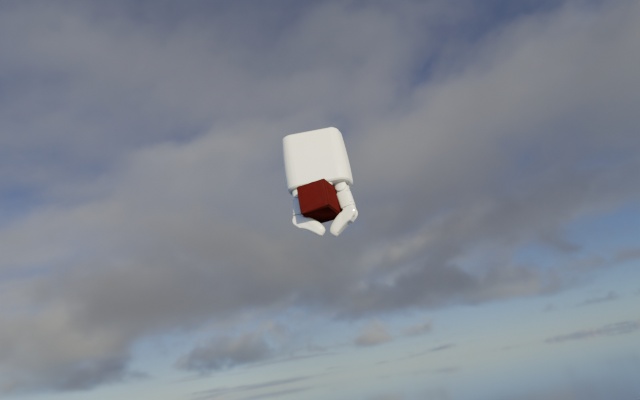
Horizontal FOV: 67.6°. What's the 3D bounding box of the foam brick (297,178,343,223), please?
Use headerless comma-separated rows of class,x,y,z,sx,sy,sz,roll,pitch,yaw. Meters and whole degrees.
foam brick,0.000,0.003,0.822,0.053,0.051,0.078,-16,-21,17
